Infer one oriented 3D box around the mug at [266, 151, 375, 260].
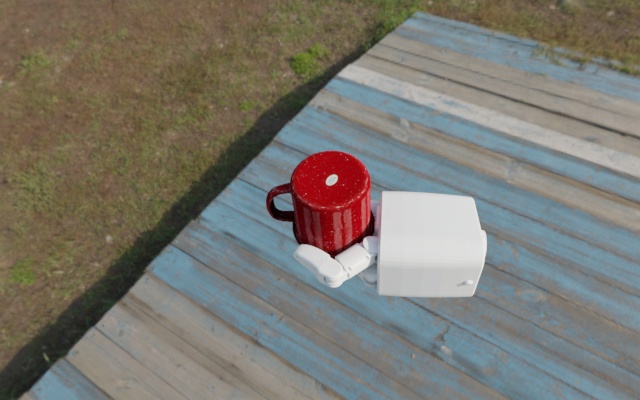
[{"bbox_3d":[-0.001,0.001,0.507,0.117,0.093,0.082,2,-38,6],"label":"mug"}]
